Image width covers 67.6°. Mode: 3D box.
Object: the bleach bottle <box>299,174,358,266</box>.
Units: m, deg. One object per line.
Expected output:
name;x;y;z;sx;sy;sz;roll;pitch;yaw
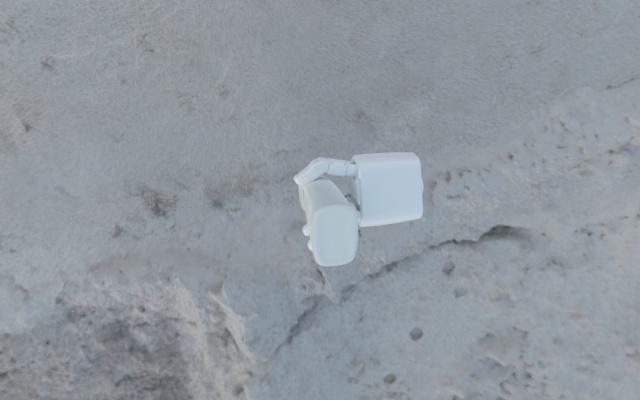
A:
bleach bottle;0.000;0.003;0.780;0.068;0.103;0.250;-5;25;-8
